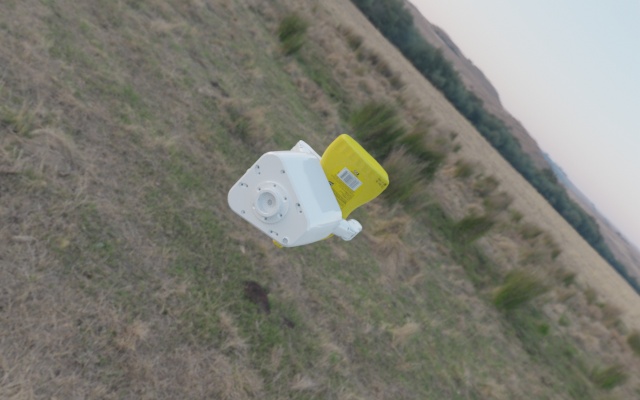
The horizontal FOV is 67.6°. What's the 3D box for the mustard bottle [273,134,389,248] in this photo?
[{"bbox_3d":[0.000,0.002,0.691,0.096,0.192,0.058,42,18,-12],"label":"mustard bottle"}]
